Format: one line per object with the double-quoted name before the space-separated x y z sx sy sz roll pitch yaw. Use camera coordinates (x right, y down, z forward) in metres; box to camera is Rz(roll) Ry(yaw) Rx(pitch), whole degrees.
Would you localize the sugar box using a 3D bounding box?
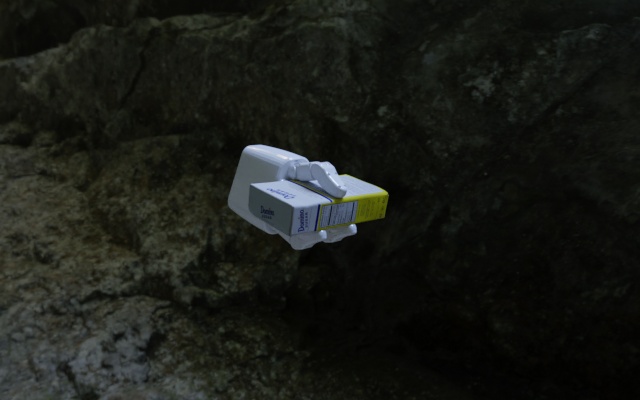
"sugar box" 0.000 0.003 0.646 0.176 0.048 0.093 -10 26 -40
